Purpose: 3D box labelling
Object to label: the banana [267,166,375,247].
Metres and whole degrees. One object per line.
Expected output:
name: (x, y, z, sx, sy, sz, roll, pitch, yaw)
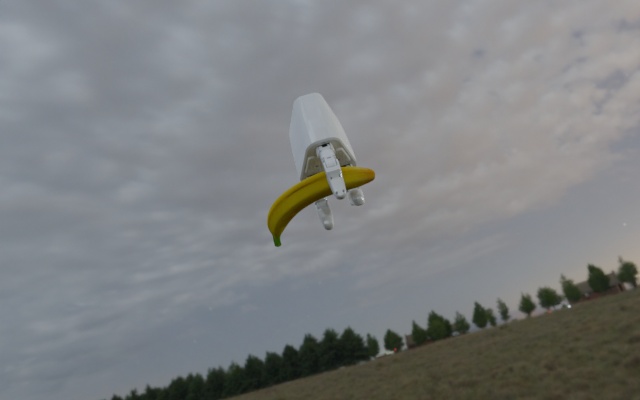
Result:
banana: (-0.013, -0.005, 0.726, 0.198, 0.037, 0.070, -34, -45, 15)
